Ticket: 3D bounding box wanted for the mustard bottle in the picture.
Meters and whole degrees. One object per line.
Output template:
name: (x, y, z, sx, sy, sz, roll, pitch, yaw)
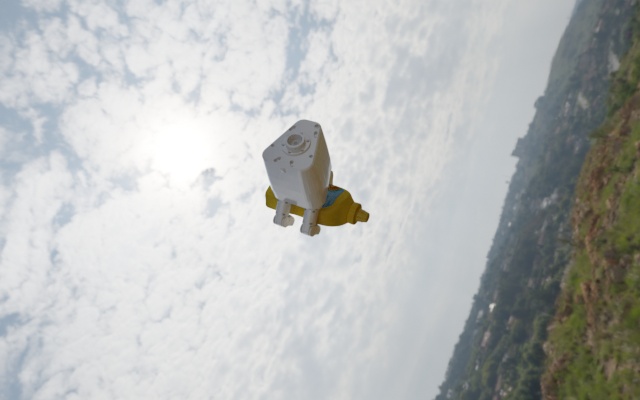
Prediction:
mustard bottle: (0.000, 0.003, 0.885, 0.191, 0.058, 0.096, 18, 36, 21)
